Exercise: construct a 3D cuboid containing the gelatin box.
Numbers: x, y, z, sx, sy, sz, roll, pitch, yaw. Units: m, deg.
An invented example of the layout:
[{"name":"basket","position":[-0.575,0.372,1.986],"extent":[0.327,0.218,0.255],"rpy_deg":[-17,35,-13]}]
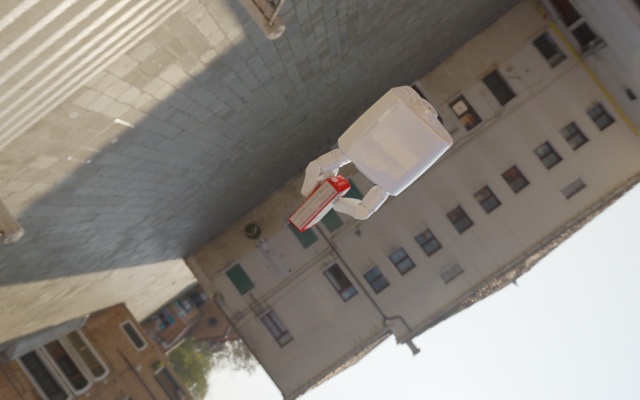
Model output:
[{"name":"gelatin box","position":[0.000,0.003,0.712],"extent":[0.089,0.030,0.073],"rpy_deg":[-47,-7,17]}]
